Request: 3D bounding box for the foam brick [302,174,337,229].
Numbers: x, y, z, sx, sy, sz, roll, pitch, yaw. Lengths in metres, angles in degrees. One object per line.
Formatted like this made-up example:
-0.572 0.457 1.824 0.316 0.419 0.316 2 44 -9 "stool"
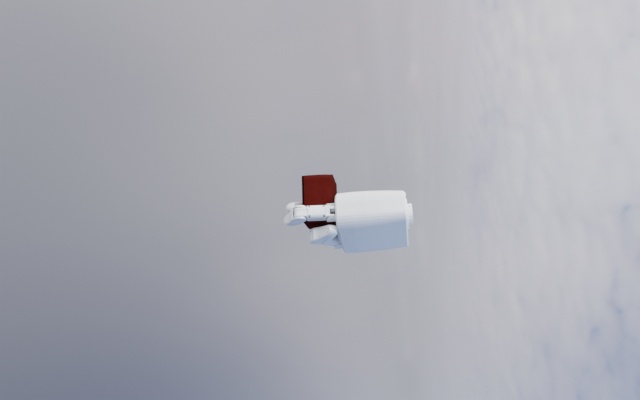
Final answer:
0.000 0.002 0.774 0.051 0.078 0.053 -5 -18 9 "foam brick"
